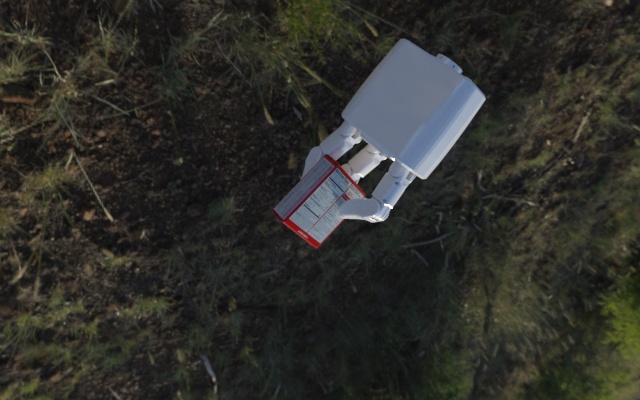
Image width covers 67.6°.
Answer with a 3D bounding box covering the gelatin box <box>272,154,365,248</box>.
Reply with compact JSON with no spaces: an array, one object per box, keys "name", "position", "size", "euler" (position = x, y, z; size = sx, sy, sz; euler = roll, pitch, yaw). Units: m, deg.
[{"name":"gelatin box","position":[0.000,0.002,0.543],"size":[0.030,0.089,0.073],"euler":[43,0,42]}]
